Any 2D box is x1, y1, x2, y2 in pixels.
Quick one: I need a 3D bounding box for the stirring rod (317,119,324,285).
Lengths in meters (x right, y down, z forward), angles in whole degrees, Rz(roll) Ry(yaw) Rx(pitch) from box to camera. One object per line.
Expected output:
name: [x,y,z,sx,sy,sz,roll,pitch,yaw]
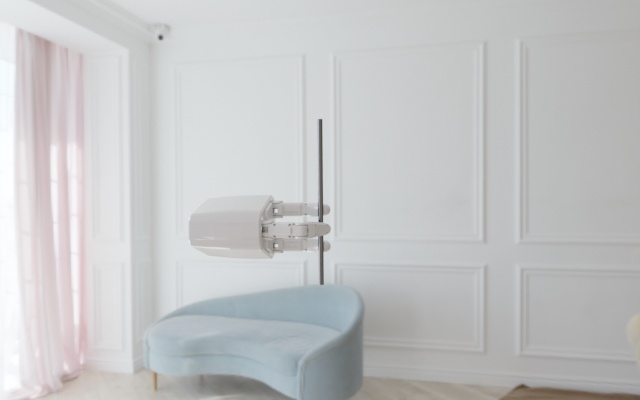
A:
stirring rod: [0.000,0.002,0.695,0.011,0.239,0.011,0,1,0]
